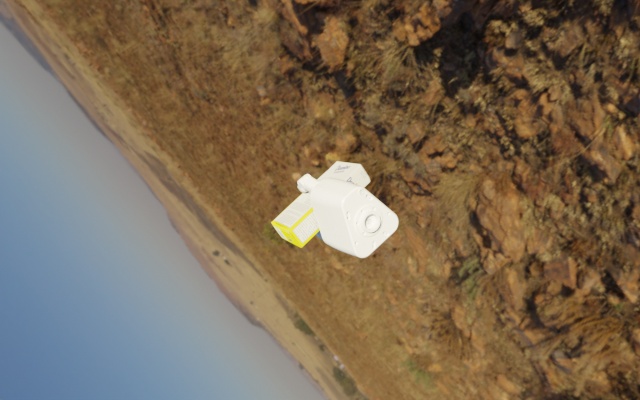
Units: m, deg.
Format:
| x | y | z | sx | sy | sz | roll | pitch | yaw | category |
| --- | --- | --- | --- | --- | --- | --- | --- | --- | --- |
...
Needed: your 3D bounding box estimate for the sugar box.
| x | y | z | sx | sy | sz | roll | pitch | yaw | category |
| --- | --- | --- | --- | --- | --- | --- | --- | --- | --- |
| 0.000 | 0.003 | 0.855 | 0.176 | 0.048 | 0.093 | -41 | 23 | -15 | sugar box |
